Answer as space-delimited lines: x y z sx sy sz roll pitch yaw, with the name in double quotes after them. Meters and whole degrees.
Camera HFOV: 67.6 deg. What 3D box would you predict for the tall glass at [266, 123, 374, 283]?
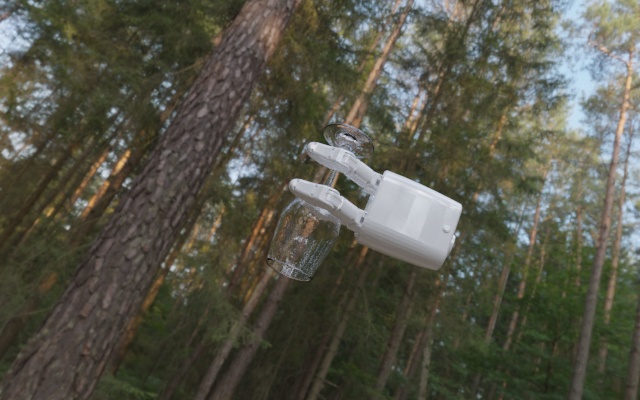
0.000 0.001 0.615 0.079 0.201 0.079 22 -22 9 "tall glass"
